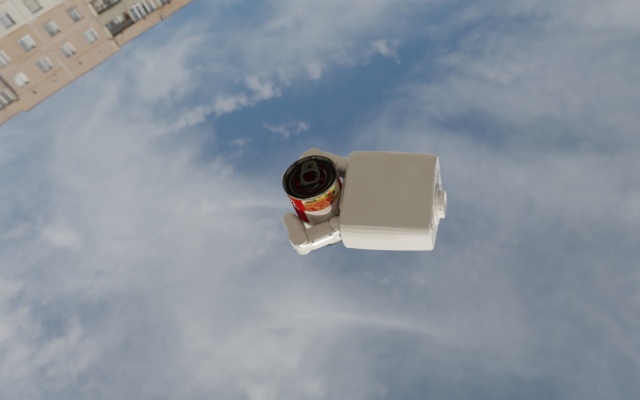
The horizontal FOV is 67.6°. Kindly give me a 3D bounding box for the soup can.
[{"bbox_3d":[0.000,0.002,0.600,0.068,0.068,0.102,0,-37,19],"label":"soup can"}]
